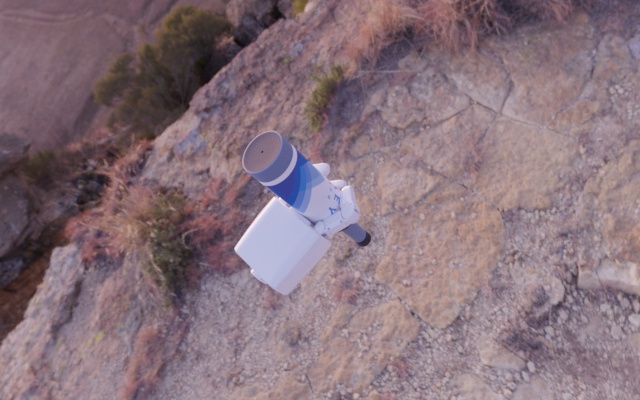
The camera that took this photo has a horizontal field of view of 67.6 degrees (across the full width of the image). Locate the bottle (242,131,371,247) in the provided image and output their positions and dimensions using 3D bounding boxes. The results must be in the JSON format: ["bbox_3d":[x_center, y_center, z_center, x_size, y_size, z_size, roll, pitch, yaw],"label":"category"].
[{"bbox_3d":[0.000,0.002,0.732,0.069,0.069,0.296,0,-27,36],"label":"bottle"}]
